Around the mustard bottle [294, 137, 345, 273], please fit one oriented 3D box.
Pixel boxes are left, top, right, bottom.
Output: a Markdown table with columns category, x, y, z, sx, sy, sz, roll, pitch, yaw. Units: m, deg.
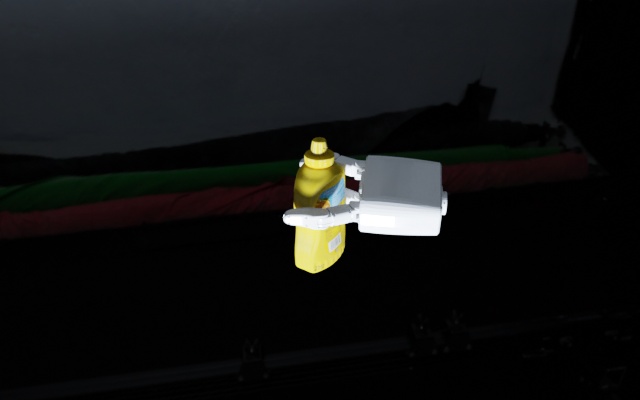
| category | x | y | z | sx | sy | sz | roll | pitch | yaw |
| --- | --- | --- | --- | --- | --- | --- | --- | --- | --- |
| mustard bottle | 0.000 | 0.002 | 0.681 | 0.058 | 0.192 | 0.096 | 19 | 35 | 29 |
